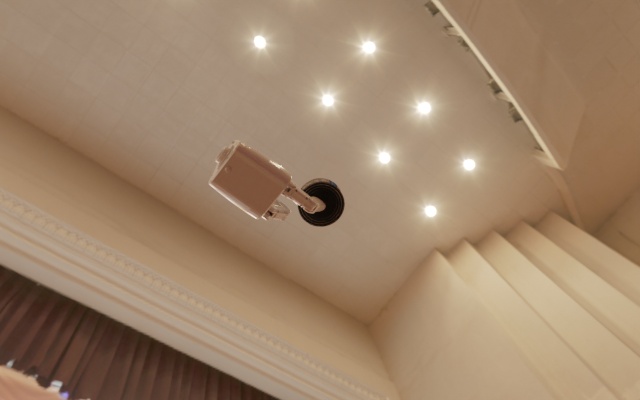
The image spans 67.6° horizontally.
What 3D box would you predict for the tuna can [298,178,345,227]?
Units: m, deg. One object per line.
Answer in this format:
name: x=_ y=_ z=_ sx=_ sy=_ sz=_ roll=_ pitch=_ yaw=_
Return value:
tuna can: x=0.000 y=0.003 z=0.881 sx=0.086 sy=0.086 sz=0.033 roll=0 pitch=19 yaw=-5
